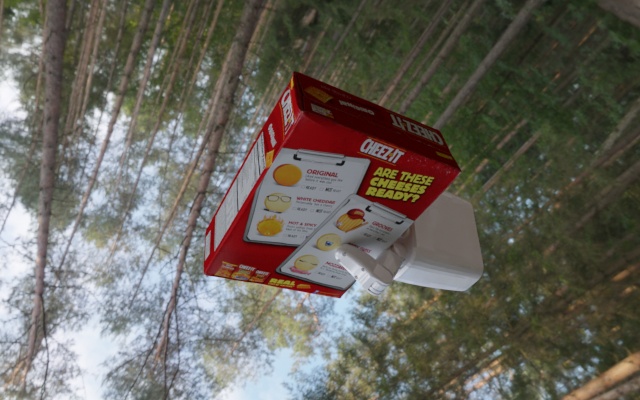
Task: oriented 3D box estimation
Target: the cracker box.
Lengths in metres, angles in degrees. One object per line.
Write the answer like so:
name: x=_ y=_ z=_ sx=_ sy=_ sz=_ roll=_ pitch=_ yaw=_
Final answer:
cracker box: x=0.000 y=0.002 z=0.468 sx=0.164 sy=0.072 sz=0.214 roll=16 pitch=-50 yaw=-27
